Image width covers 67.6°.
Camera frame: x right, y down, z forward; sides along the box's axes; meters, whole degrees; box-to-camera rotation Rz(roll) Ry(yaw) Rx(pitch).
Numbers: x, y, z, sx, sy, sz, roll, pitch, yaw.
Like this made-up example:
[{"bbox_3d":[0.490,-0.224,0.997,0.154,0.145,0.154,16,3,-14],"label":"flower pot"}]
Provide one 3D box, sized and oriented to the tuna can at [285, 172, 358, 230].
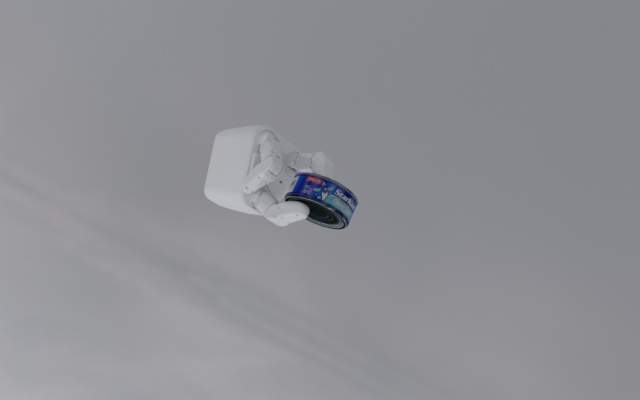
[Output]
[{"bbox_3d":[0.000,0.002,0.583,0.086,0.033,0.086,22,-19,8],"label":"tuna can"}]
